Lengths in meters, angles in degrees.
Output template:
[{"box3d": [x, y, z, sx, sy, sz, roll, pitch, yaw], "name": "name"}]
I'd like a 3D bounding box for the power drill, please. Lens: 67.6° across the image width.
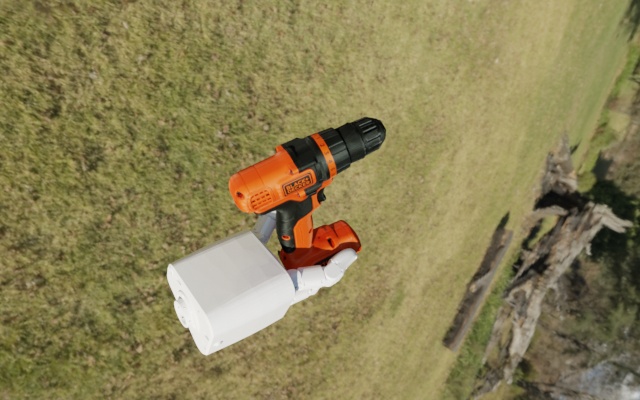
[{"box3d": [0.000, 0.002, 0.569, 0.184, 0.188, 0.057, -25, 46, -10], "name": "power drill"}]
